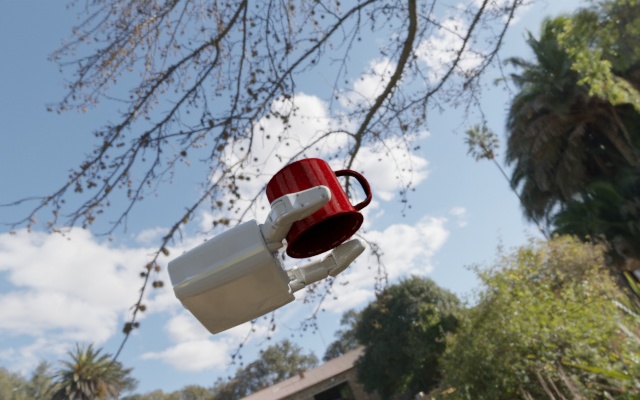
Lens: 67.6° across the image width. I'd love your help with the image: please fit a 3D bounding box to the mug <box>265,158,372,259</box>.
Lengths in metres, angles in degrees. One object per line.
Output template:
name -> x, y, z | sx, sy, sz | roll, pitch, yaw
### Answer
mug -> 0.001, 0.001, 0.534 | 0.117, 0.081, 0.093 | -25, -25, -5
